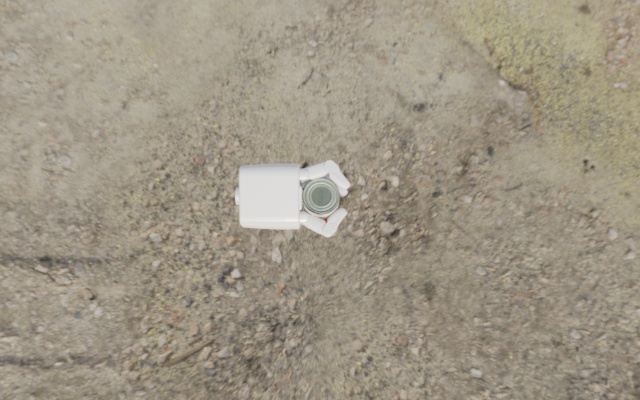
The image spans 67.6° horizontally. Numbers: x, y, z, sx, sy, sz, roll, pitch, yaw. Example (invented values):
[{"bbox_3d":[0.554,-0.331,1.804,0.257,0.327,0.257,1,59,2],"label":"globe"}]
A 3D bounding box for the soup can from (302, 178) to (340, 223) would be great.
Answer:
[{"bbox_3d":[0.001,0.003,0.878,0.068,0.068,0.102,0,-13,-1],"label":"soup can"}]
